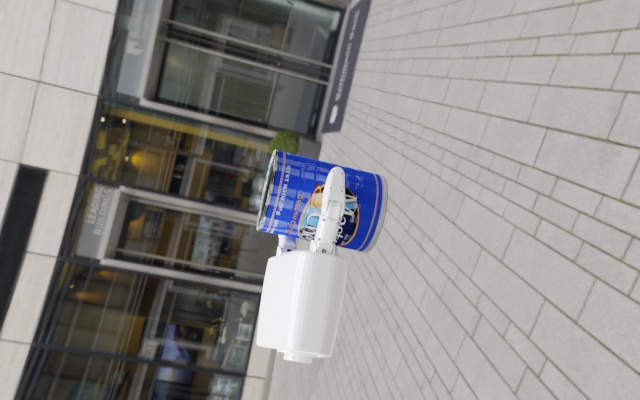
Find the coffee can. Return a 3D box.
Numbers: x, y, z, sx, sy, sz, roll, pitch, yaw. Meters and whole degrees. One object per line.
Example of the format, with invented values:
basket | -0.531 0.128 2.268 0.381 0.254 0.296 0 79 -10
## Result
coffee can | 0.000 0.002 0.596 0.140 0.103 0.103 13 -2 -11
